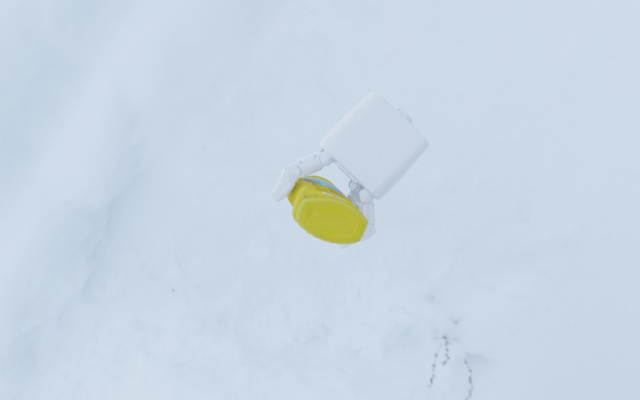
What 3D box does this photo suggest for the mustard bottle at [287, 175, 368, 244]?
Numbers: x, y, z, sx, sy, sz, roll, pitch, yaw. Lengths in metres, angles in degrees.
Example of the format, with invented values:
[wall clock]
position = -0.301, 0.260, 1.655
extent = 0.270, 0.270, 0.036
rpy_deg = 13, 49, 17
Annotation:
[mustard bottle]
position = 0.000, 0.003, 0.687
extent = 0.096, 0.058, 0.191
rpy_deg = 18, 11, -13
